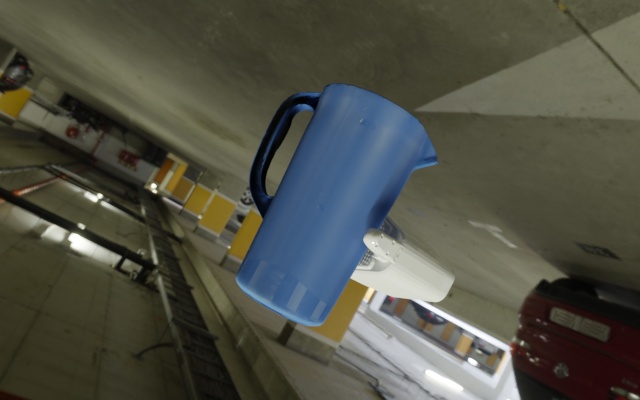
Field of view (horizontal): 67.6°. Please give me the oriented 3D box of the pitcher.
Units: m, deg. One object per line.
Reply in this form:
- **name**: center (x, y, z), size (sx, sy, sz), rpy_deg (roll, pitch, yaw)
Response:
- **pitcher**: center (0.000, 0.002, 0.526), size (0.145, 0.243, 0.149), rpy_deg (32, -6, -32)
